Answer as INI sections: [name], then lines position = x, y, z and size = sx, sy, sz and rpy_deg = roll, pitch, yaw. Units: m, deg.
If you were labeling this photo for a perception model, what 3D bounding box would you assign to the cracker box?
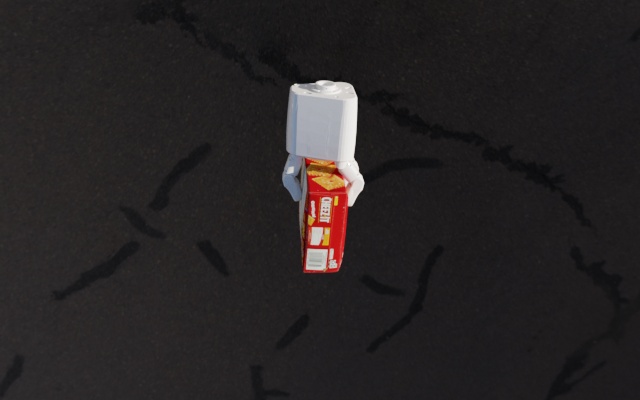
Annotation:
[cracker box]
position = 0.000, 0.003, 0.875
size = 0.072, 0.164, 0.213
rpy_deg = 1, 30, -5
